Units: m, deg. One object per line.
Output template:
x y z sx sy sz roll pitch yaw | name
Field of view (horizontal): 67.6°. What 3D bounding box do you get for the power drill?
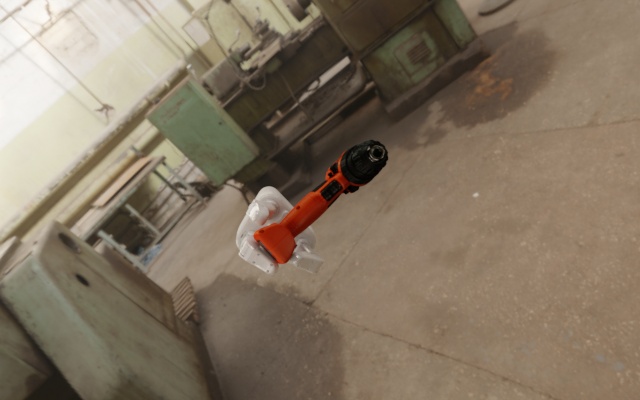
0.000 0.002 0.630 0.187 0.057 0.184 -42 0 -14 | power drill
